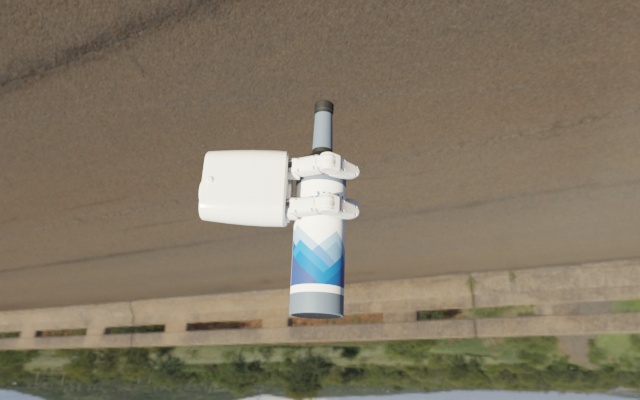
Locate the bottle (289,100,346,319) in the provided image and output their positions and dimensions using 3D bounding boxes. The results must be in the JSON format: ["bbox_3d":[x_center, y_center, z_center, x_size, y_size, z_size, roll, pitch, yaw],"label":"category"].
[{"bbox_3d":[0.000,0.002,0.629,0.069,0.295,0.069,2,-20,1],"label":"bottle"}]
